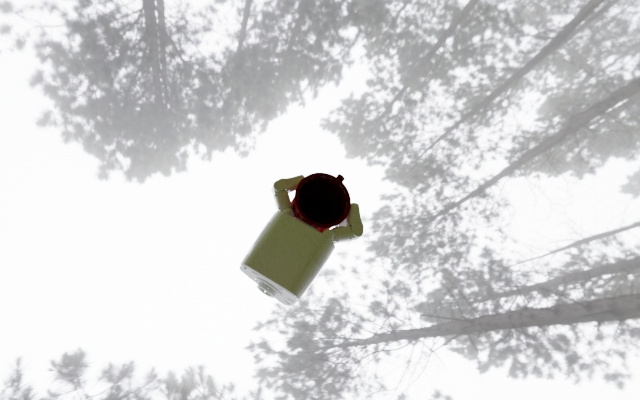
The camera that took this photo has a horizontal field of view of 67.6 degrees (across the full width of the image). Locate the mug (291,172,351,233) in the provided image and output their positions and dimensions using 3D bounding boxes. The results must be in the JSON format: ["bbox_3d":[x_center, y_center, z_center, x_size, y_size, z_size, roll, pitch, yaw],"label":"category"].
[{"bbox_3d":[0.001,0.002,0.794,0.093,0.117,0.081,37,-25,-1],"label":"mug"}]
